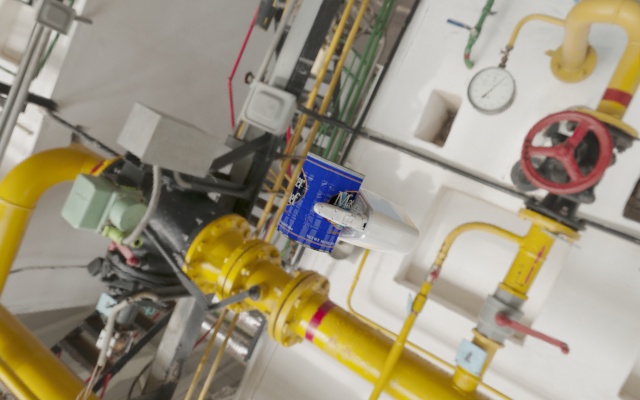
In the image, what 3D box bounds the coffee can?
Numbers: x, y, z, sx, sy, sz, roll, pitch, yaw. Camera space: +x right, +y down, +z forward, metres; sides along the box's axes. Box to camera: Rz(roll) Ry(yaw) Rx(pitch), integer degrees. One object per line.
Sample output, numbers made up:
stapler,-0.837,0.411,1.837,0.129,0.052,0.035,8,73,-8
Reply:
coffee can,0.000,0.002,0.792,0.103,0.140,0.103,23,5,-2
